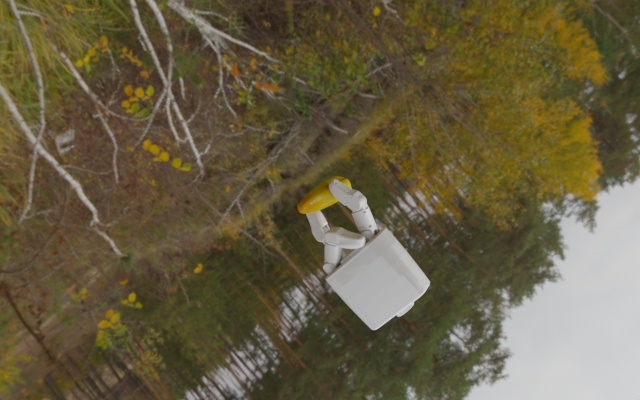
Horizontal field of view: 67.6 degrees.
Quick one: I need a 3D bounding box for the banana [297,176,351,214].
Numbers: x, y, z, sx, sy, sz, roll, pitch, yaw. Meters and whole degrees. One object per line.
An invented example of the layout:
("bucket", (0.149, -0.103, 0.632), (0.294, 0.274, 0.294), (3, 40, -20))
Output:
("banana", (0.015, -0.010, 0.757), (0.069, 0.037, 0.198), (-41, -4, 10))
